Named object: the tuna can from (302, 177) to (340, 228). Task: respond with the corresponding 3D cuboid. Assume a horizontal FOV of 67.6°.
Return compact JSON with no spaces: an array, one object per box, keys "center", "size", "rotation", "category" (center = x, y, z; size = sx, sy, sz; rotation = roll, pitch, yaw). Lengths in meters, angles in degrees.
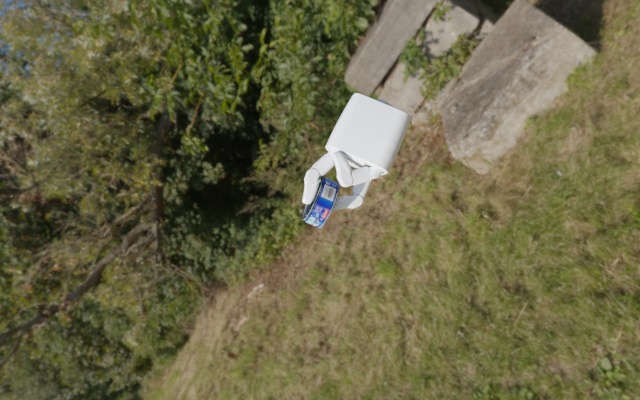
[{"center":[0.000,0.003,0.832],"size":[0.034,0.086,0.086],"rotation":[23,-4,-10],"category":"tuna can"}]
